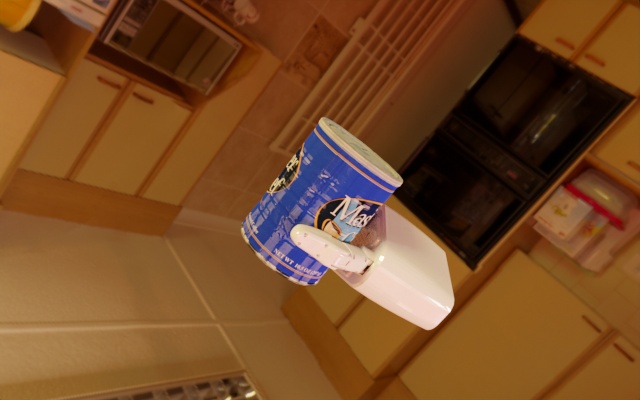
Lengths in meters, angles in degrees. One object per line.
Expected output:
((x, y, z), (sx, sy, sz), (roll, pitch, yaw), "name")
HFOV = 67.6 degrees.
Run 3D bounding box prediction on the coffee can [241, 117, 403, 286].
((0.000, 0.001, 0.490), (0.103, 0.140, 0.102), (36, 14, -10), "coffee can")
